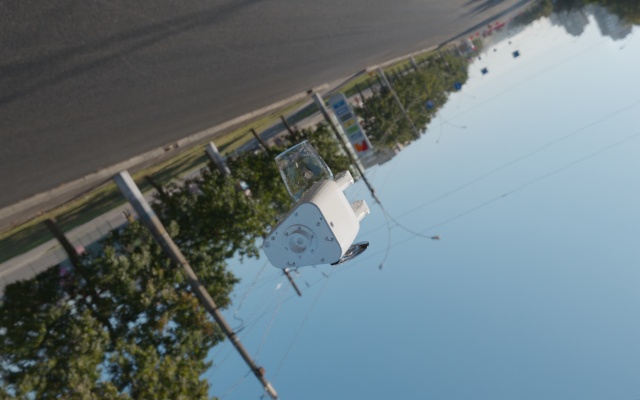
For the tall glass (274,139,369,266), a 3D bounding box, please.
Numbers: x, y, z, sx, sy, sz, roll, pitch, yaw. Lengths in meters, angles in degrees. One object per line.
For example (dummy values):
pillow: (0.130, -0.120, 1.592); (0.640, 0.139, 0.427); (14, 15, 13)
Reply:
tall glass: (0.000, 0.003, 0.777); (0.079, 0.201, 0.079); (-29, 8, 4)
